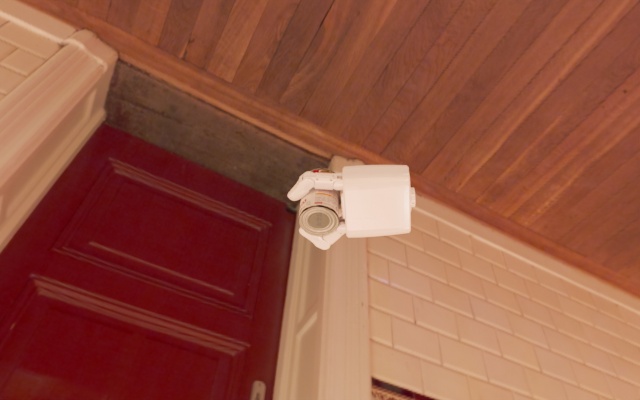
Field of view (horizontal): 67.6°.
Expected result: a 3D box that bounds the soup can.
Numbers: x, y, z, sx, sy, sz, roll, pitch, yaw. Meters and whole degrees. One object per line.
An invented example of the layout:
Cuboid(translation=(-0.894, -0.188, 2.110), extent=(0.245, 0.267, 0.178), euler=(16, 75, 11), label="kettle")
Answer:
Cuboid(translation=(0.000, 0.003, 0.804), extent=(0.068, 0.069, 0.102), euler=(0, 40, 4), label="soup can")
